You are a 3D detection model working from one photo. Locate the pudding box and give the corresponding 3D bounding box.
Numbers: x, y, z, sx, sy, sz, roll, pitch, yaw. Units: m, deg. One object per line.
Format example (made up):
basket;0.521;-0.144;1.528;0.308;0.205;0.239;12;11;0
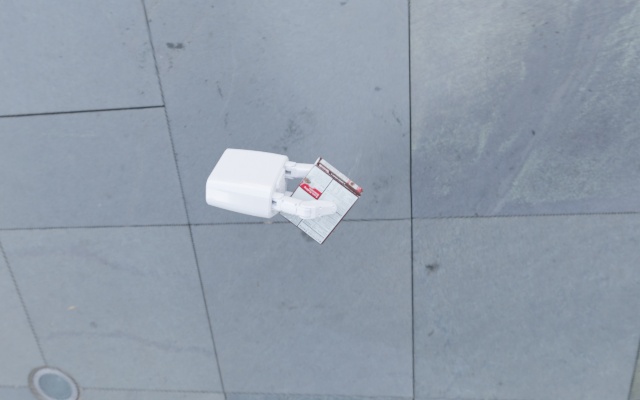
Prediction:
pudding box;0.000;0.003;0.767;0.090;0.113;0.039;37;26;-2
